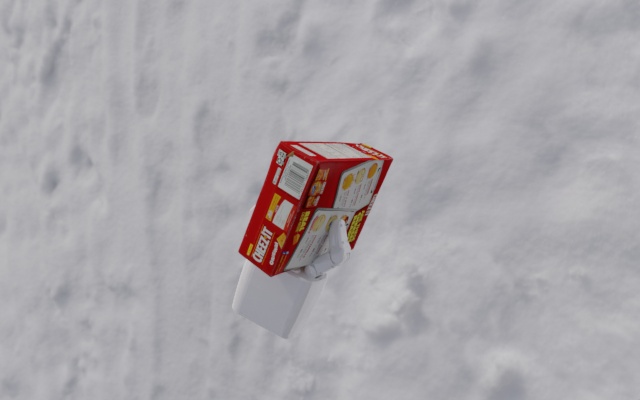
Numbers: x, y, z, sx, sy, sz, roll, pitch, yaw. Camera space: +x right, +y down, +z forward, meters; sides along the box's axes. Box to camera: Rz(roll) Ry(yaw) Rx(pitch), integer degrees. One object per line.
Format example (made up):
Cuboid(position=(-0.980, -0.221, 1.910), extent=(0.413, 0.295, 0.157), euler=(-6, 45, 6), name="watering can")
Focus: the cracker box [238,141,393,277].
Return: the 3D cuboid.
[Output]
Cuboid(position=(0.000, 0.002, 0.667), extent=(0.072, 0.164, 0.213), euler=(32, 21, 26), name="cracker box")
